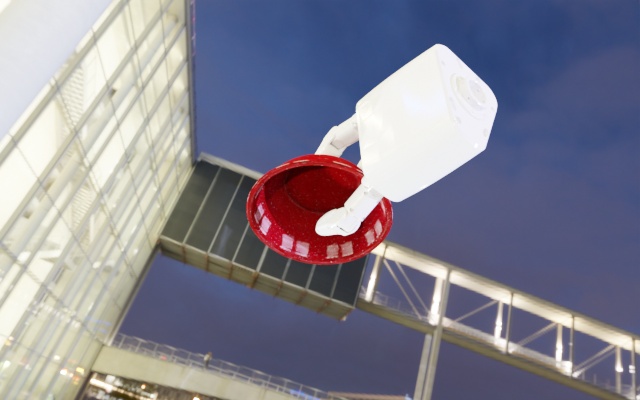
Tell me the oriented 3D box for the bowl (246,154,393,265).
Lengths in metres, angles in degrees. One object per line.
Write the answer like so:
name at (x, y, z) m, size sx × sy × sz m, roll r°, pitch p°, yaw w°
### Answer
bowl at (-0.001, 0.002, 0.546) m, size 0.162 × 0.162 × 0.055 m, roll 0°, pitch 43°, yaw 5°
